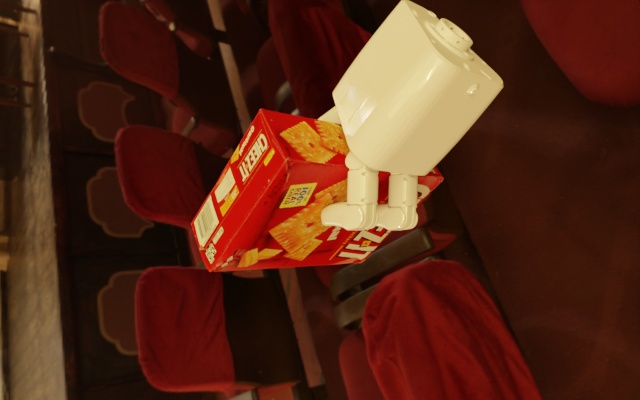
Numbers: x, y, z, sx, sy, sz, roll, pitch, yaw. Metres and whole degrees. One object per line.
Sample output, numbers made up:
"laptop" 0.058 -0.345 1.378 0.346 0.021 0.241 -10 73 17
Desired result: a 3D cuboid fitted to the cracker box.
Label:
"cracker box" 0.000 0.001 0.497 0.214 0.072 0.164 4 -42 -40
